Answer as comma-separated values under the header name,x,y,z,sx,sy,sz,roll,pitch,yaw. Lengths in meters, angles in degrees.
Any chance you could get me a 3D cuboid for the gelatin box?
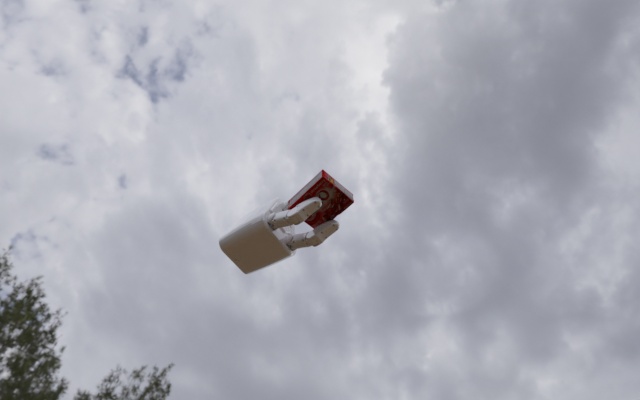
name,x,y,z,sx,sy,sz,roll,pitch,yaw
gelatin box,0.000,0.002,0.802,0.073,0.089,0.030,39,24,-22
